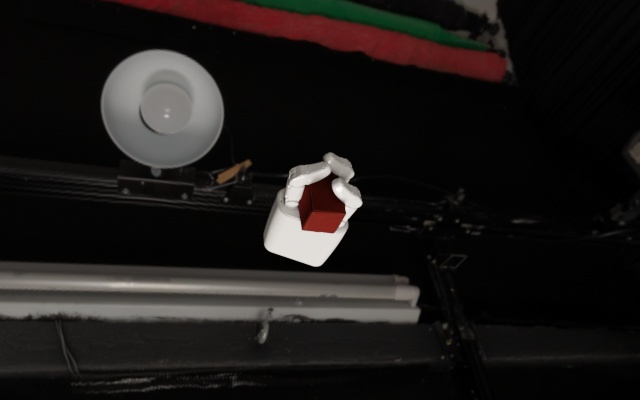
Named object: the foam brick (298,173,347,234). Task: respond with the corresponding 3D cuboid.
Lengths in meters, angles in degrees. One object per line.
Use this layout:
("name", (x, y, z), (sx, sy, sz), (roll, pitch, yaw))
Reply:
("foam brick", (0.000, 0.002, 0.695), (0.053, 0.078, 0.051), (7, -41, -19))
